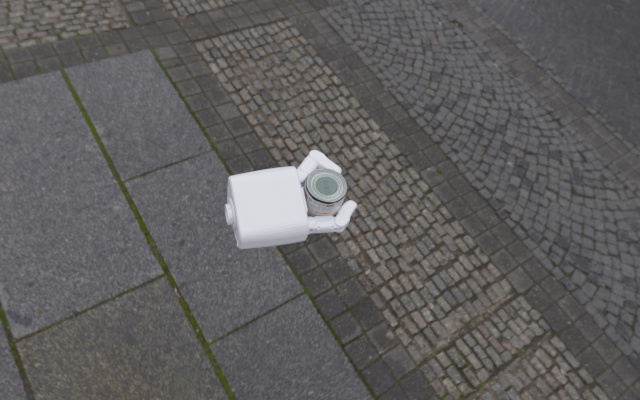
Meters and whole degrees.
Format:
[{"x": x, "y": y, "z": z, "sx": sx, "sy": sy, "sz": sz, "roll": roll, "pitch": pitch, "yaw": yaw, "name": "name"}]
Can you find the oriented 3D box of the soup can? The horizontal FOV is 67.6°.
[{"x": 0.001, "y": 0.002, "z": 0.778, "sx": 0.068, "sy": 0.068, "sz": 0.102, "roll": 0, "pitch": -33, "yaw": -13, "name": "soup can"}]
